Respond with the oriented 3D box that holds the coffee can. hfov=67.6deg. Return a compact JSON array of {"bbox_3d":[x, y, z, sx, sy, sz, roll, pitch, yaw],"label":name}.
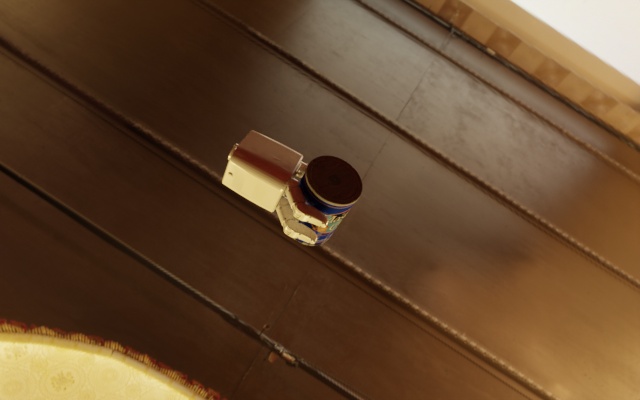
[{"bbox_3d":[0.000,0.003,0.854,0.103,0.102,0.140,0,-34,-25],"label":"coffee can"}]
